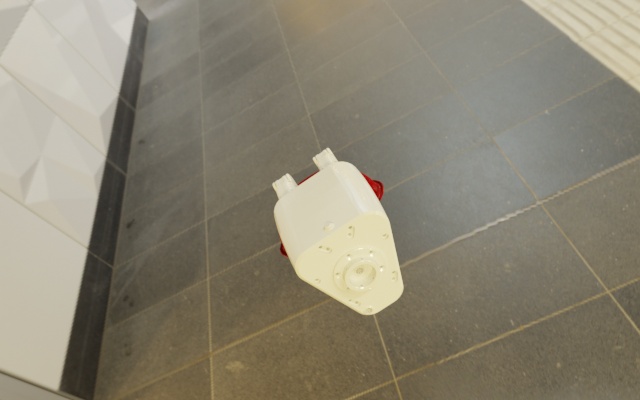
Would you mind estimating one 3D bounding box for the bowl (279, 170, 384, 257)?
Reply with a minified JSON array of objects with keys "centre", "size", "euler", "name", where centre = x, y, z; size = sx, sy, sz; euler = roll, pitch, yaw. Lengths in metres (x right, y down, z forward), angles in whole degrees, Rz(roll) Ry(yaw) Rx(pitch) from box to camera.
[{"centre":[-0.001,0.002,0.625],"size":[0.162,0.055,0.162],"euler":[-32,16,10],"name":"bowl"}]
